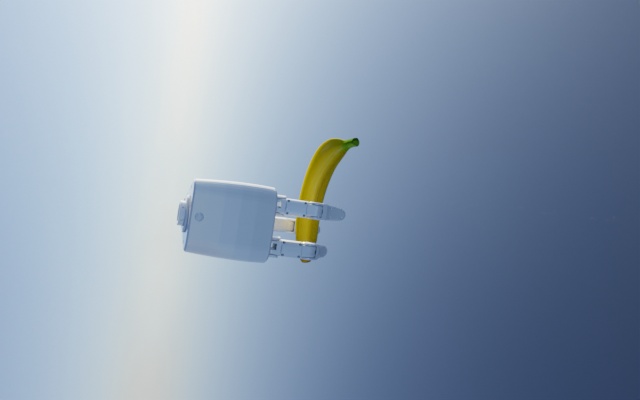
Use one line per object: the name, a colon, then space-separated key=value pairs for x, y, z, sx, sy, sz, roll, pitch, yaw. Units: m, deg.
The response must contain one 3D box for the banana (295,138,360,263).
banana: x=-0.004 y=-0.009 z=0.679 sx=0.037 sy=0.198 sz=0.069 roll=11 pitch=22 yaw=-24
